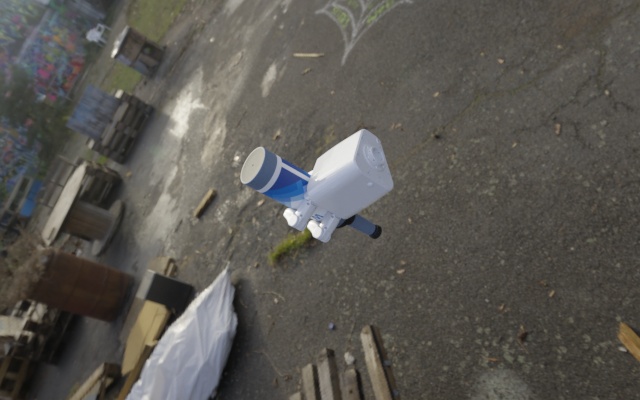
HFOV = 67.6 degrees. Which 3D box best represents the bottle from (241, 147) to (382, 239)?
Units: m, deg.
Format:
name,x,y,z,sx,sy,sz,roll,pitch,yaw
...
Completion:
name,x,y,z,sx,sy,sz,roll,pitch,yaw
bottle,0.000,0.003,0.841,0.296,0.069,0.069,29,-17,-33
